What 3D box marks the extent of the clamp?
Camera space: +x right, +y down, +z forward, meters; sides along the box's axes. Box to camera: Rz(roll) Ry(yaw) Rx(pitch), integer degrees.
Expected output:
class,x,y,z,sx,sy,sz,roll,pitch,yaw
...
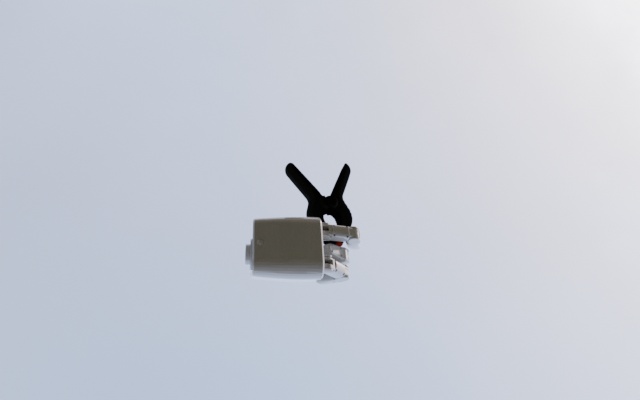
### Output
class,x,y,z,sx,sy,sz,roll,pitch,yaw
clamp,0.000,0.003,0.807,0.120,0.171,0.039,3,-34,-12
